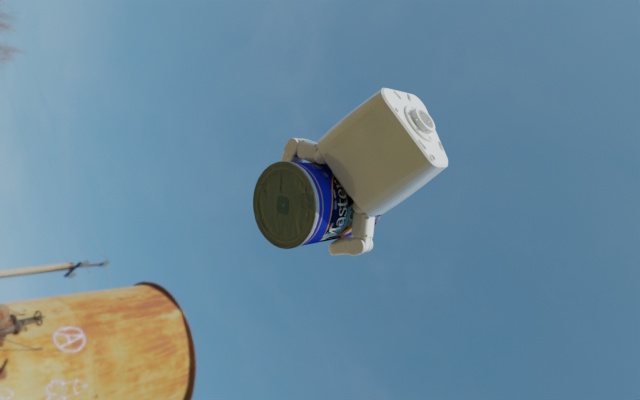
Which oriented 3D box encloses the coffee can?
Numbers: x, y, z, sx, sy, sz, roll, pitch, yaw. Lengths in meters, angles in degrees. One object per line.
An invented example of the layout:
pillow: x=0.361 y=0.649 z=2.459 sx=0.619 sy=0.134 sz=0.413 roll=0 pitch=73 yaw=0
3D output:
coffee can: x=0.000 y=0.002 z=0.608 sx=0.103 sy=0.103 sz=0.140 roll=0 pitch=3 yaw=40
